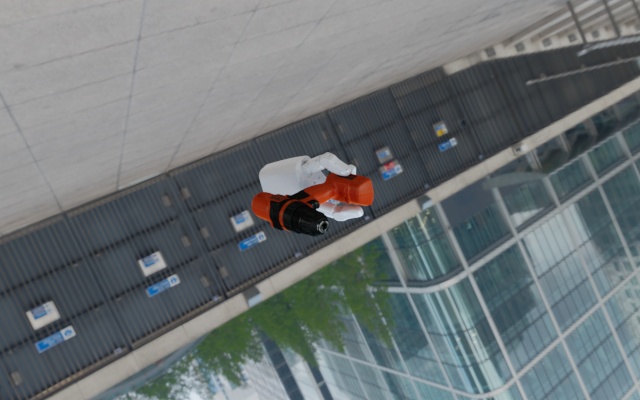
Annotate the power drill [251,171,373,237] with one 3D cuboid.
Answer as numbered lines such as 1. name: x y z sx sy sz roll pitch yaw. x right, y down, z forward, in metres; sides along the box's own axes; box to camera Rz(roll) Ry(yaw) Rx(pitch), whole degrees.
1. power drill: 0.000 0.003 0.820 0.187 0.057 0.184 -18 24 -36
